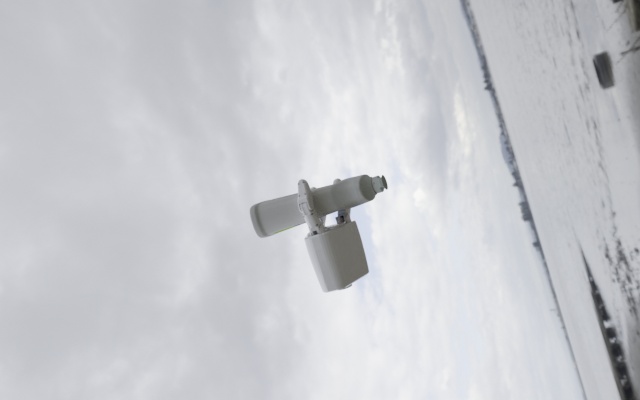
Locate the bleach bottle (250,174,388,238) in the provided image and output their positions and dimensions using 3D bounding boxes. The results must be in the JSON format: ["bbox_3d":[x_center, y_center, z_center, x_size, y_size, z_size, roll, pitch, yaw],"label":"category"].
[{"bbox_3d":[0.000,0.003,0.882,0.251,0.068,0.102,-17,2,23],"label":"bleach bottle"}]
